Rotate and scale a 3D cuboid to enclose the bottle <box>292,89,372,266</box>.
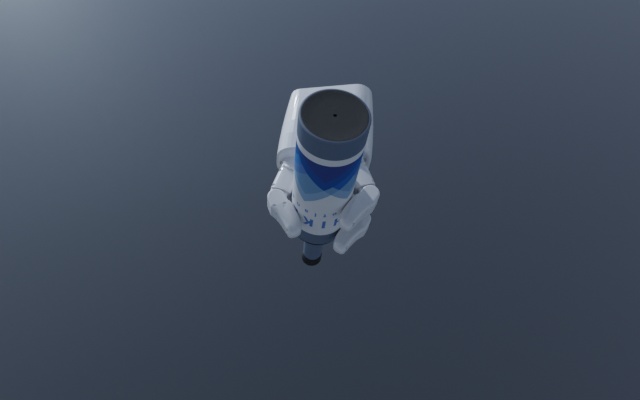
[{"bbox_3d":[0.000,0.002,0.550,0.069,0.069,0.296,0,-32,-6],"label":"bottle"}]
